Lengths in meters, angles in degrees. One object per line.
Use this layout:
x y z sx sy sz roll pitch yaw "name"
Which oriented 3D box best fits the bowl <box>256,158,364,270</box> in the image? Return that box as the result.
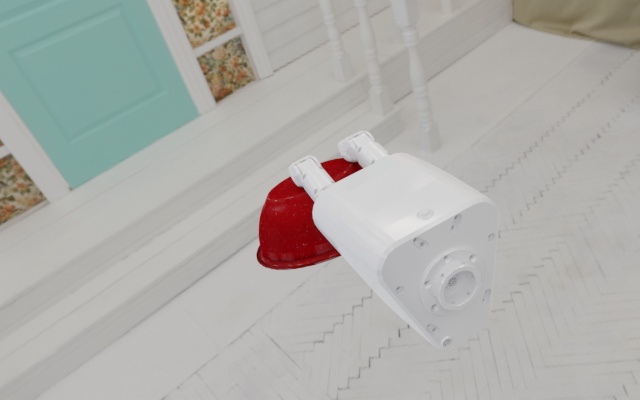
-0.001 0.001 0.473 0.162 0.055 0.162 -22 17 7 "bowl"
